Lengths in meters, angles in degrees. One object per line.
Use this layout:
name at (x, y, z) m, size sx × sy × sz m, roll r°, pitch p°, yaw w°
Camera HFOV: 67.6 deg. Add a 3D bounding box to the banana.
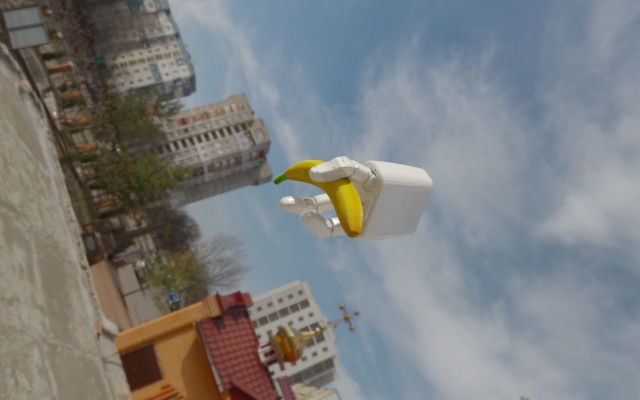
banana at (0.008, -0.015, 0.669) m, size 0.037 × 0.069 × 0.197 m, roll 31°, pitch 1°, yaw -42°
